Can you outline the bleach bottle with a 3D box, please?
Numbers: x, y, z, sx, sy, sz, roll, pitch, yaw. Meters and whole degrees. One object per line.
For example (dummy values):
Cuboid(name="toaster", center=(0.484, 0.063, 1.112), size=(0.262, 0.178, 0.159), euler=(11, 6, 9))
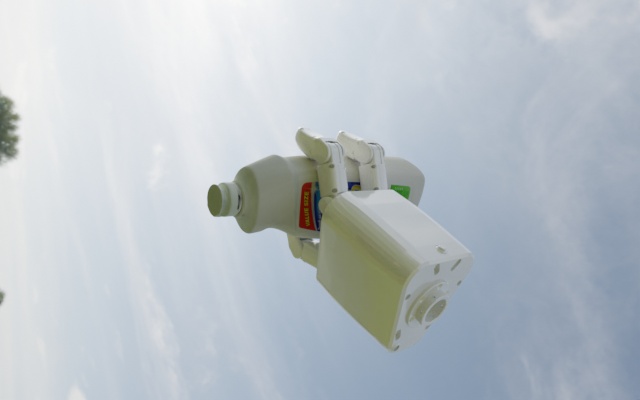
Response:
Cuboid(name="bleach bottle", center=(0.000, 0.002, 0.500), size=(0.251, 0.103, 0.068), euler=(-3, 32, -41))
